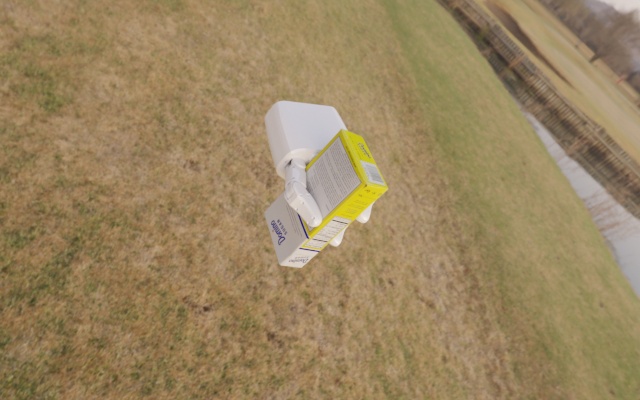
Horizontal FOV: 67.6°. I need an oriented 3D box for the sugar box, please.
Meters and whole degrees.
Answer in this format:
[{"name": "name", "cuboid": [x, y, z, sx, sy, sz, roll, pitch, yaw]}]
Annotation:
[{"name": "sugar box", "cuboid": [0.001, 0.002, 0.622, 0.048, 0.093, 0.176, 12, -46, -39]}]
